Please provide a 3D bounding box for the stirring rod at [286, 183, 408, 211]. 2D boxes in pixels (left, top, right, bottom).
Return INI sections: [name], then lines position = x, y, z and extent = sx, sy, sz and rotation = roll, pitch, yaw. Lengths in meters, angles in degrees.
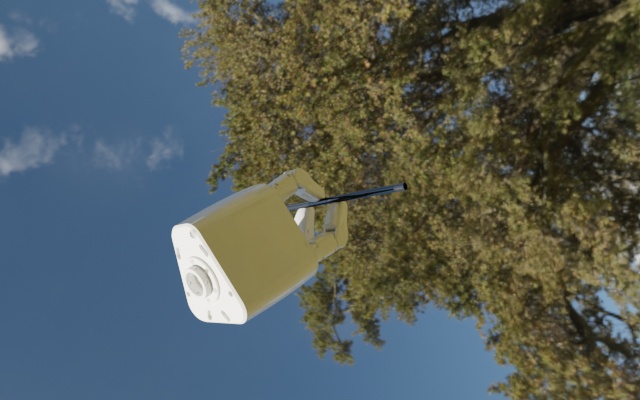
[stirring rod]
position = 0.000, 0.002, 0.571
extent = 0.239, 0.011, 0.011
rotation = -11, -7, 43
